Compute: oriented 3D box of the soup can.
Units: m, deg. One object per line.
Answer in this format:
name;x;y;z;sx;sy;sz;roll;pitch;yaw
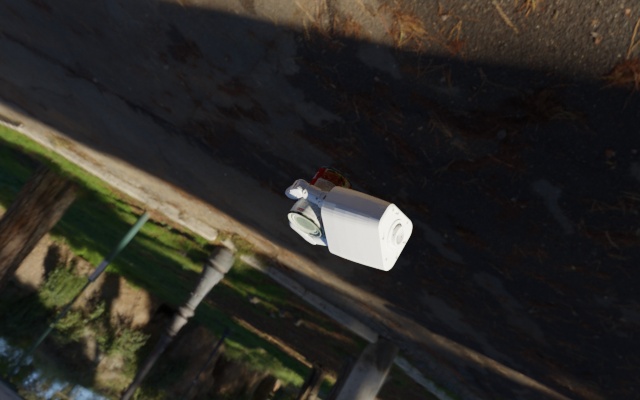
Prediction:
soup can;0.000;0.003;0.799;0.068;0.102;0.068;28;-24;14
